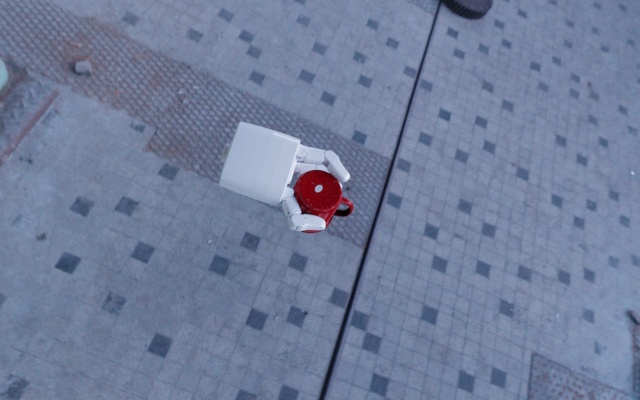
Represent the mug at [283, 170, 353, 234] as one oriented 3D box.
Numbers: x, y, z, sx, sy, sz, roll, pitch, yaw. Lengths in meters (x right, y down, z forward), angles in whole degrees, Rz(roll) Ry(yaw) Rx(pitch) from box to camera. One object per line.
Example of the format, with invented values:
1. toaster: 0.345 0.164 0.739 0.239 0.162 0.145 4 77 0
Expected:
1. mug: 0.002 0.003 0.823 0.117 0.093 0.081 17 -29 -8
